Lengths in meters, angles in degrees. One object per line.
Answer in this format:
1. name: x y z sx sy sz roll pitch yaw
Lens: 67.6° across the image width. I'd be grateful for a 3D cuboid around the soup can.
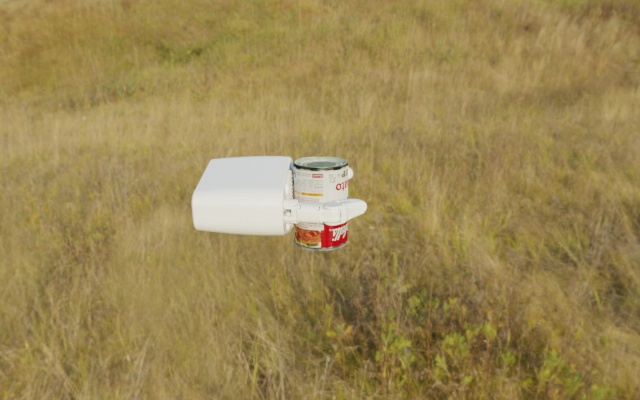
1. soup can: 0.001 0.002 0.586 0.068 0.102 0.068 0 17 0
